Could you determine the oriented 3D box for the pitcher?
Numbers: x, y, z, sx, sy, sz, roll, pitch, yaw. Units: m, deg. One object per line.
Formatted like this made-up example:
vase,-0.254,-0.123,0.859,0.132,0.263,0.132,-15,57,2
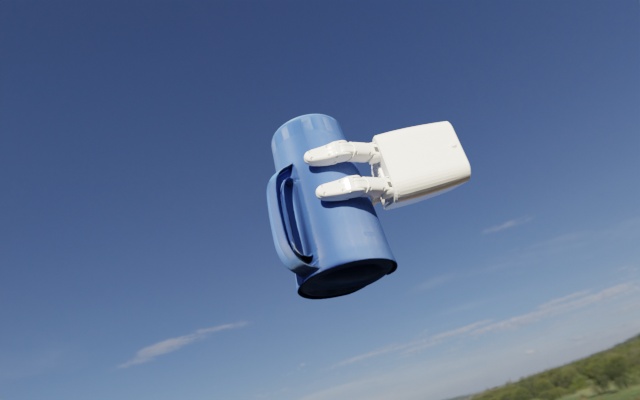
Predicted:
pitcher,0.000,0.002,0.653,0.145,0.242,0.149,-14,-27,-5
